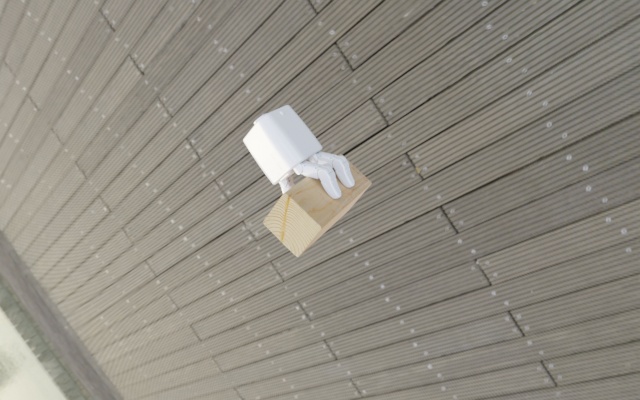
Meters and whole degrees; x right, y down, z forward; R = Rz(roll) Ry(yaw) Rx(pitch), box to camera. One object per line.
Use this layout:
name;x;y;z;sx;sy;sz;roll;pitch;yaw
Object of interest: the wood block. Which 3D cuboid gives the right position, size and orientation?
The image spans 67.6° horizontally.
wood block;0.000;0.003;0.890;0.091;0.090;0.206;-51;-8;38
